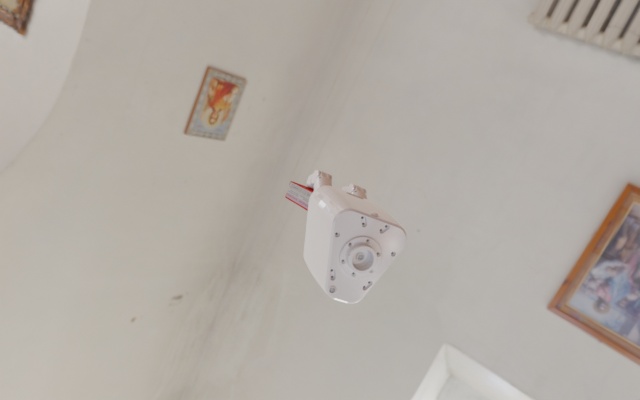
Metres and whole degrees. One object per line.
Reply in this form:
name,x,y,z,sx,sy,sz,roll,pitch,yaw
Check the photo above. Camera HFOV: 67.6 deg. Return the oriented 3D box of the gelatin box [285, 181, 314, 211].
gelatin box,0.000,0.003,0.696,0.073,0.030,0.089,19,4,-30
